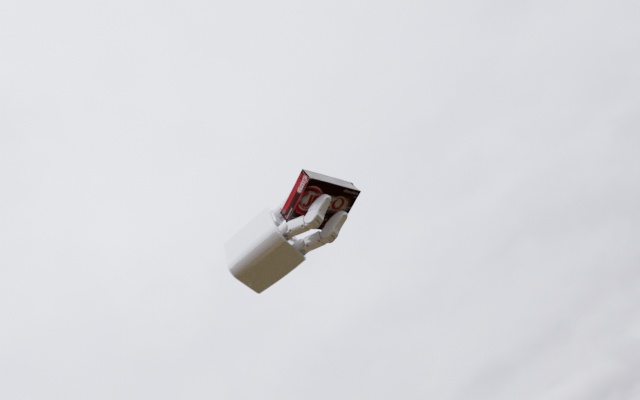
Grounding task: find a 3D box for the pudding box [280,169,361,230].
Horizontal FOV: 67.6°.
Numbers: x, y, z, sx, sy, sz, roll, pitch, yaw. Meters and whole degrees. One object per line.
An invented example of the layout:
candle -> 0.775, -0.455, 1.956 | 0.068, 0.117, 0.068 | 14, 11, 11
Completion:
pudding box -> 0.000, 0.003, 0.807 | 0.113, 0.090, 0.039 | 11, 27, -38
